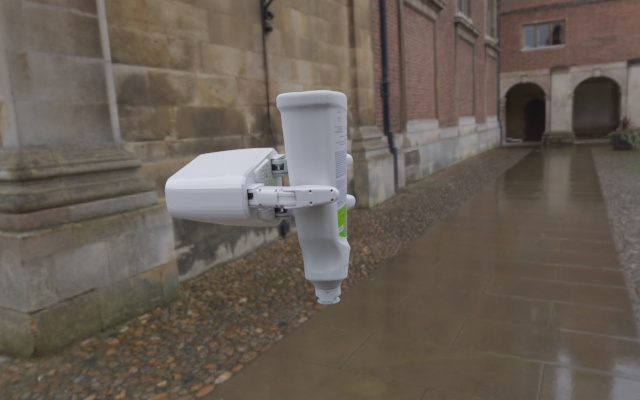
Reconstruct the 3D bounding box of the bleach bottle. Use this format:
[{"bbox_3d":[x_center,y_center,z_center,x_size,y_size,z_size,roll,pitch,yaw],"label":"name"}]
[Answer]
[{"bbox_3d":[0.000,0.002,0.565,0.068,0.251,0.102,0,9,18],"label":"bleach bottle"}]
